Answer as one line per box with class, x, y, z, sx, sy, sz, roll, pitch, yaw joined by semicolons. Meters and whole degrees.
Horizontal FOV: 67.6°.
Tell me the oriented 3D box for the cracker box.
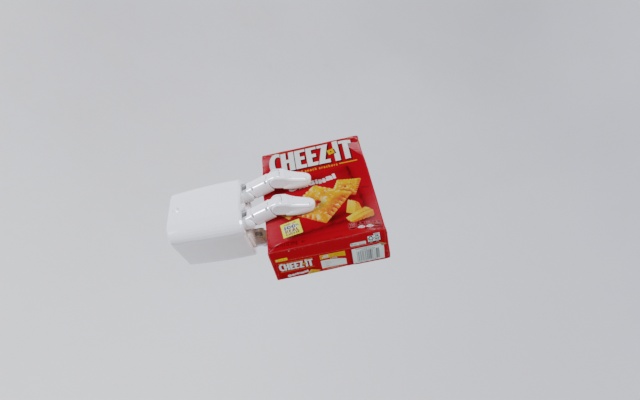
cracker box;0.000;0.003;0.720;0.164;0.213;0.072;-12;-45;1
